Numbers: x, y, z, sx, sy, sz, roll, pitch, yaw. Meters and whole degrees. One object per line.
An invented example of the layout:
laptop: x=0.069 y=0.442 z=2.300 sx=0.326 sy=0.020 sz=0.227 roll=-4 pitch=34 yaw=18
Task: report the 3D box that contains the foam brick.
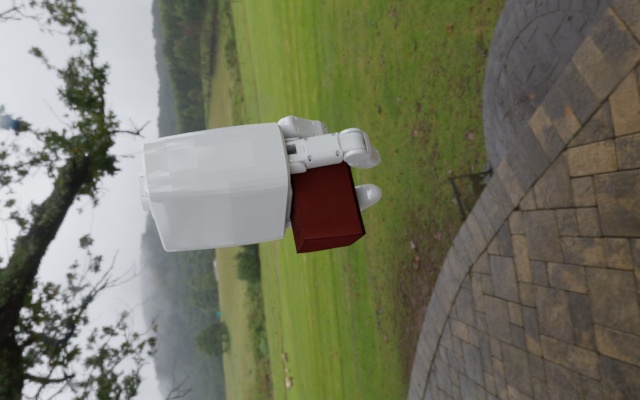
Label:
foam brick: x=0.000 y=0.002 z=0.408 sx=0.051 sy=0.078 sz=0.053 roll=-8 pitch=-16 yaw=-14
